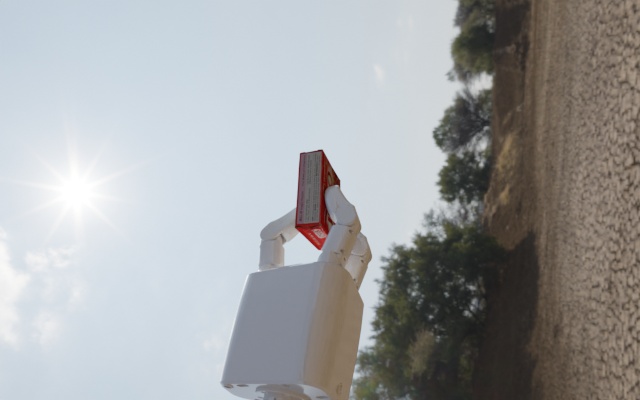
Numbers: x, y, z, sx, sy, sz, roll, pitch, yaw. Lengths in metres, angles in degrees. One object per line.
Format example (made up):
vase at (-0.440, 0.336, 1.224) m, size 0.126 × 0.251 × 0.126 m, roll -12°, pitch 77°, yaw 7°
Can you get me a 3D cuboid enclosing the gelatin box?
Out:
gelatin box at (0.000, 0.001, 0.514) m, size 0.030 × 0.089 × 0.073 m, roll -6°, pitch -26°, yaw 16°
